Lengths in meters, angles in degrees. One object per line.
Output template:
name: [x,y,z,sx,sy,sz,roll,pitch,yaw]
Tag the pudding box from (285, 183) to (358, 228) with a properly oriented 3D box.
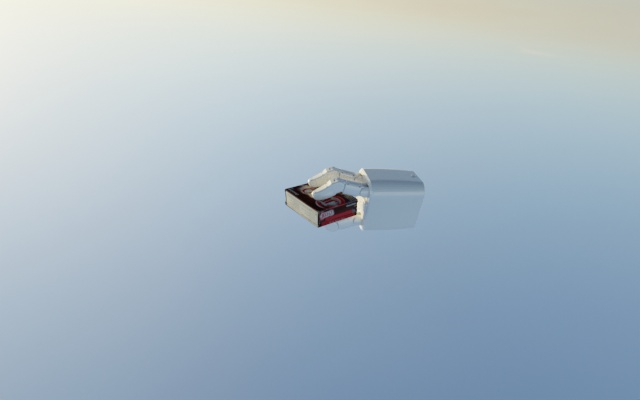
pudding box: [0.000,0.003,0.885,0.090,0.039,0.113,-16,29,-33]
